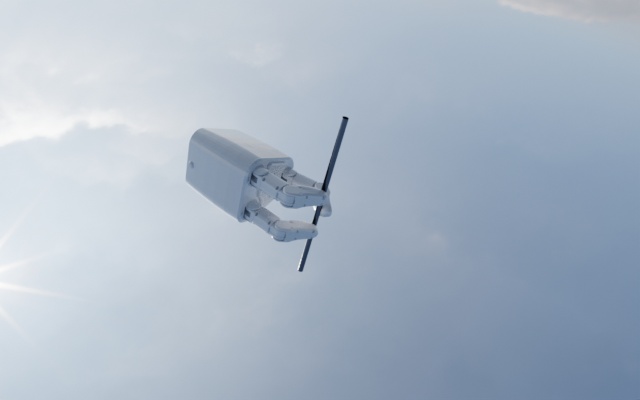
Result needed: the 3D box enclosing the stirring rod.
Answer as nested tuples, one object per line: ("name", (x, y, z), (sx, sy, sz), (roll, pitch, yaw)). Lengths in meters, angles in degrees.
("stirring rod", (0.000, 0.002, 0.613), (0.011, 0.240, 0.011), (11, 33, -8))
